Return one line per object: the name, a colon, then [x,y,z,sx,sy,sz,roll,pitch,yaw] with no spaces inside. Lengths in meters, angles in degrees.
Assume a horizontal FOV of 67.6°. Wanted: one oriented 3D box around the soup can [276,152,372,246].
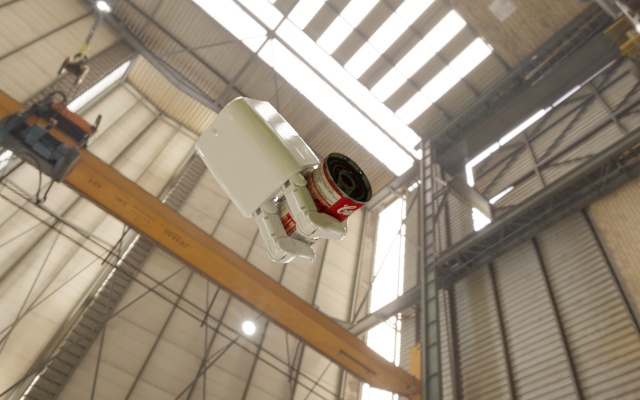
soup can: [0.000,0.002,0.552,0.068,0.068,0.102,0,-33,-50]
